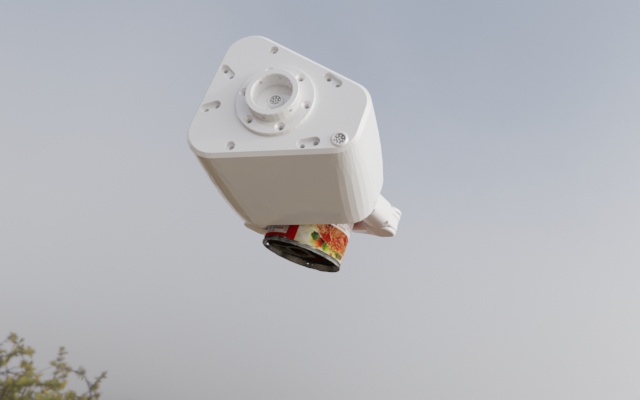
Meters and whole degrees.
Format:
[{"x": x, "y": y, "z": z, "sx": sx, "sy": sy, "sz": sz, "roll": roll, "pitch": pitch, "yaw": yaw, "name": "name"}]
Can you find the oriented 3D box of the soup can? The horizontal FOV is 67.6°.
[{"x": 0.000, "y": 0.001, "z": 0.408, "sx": 0.068, "sy": 0.102, "sz": 0.068, "roll": 18, "pitch": -19, "yaw": 6, "name": "soup can"}]
